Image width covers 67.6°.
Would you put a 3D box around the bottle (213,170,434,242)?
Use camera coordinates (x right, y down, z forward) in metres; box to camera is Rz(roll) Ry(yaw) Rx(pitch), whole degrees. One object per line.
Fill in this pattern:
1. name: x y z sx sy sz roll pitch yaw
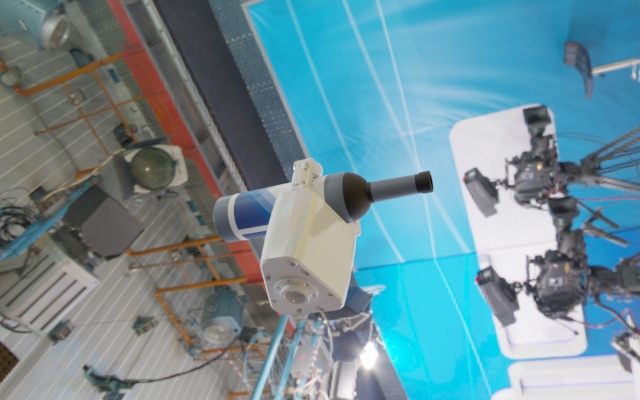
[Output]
1. bottle: 0.000 0.002 0.634 0.296 0.069 0.069 -11 -4 21
